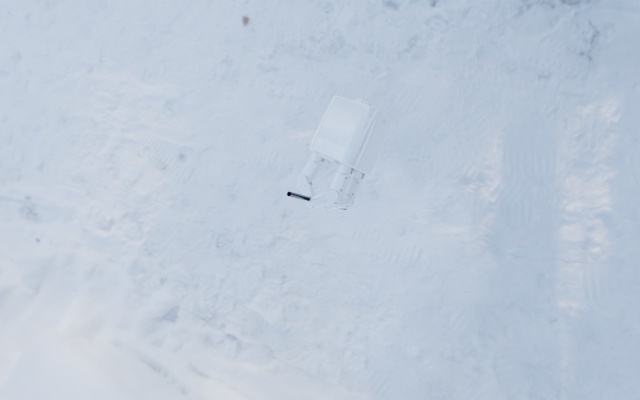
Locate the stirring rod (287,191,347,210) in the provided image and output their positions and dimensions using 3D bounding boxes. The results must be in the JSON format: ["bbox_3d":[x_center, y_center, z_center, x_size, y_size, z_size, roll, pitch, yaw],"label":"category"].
[{"bbox_3d":[0.000,0.003,0.861,0.011,0.011,0.239,0,-6,25],"label":"stirring rod"}]
